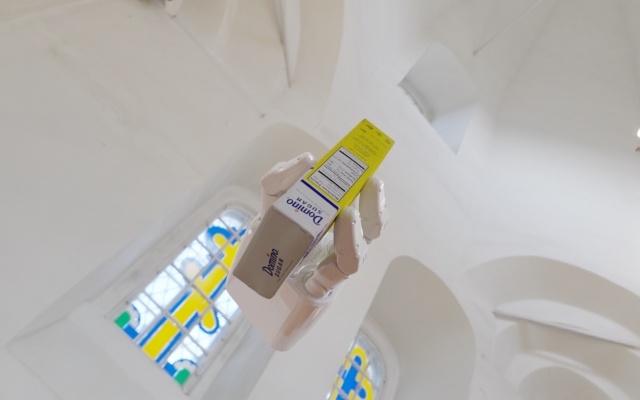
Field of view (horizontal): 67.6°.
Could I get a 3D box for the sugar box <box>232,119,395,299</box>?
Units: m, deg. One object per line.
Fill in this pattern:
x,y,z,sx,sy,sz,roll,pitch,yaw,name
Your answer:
0.000,0.002,0.423,0.048,0.093,0.176,36,41,2,sugar box
